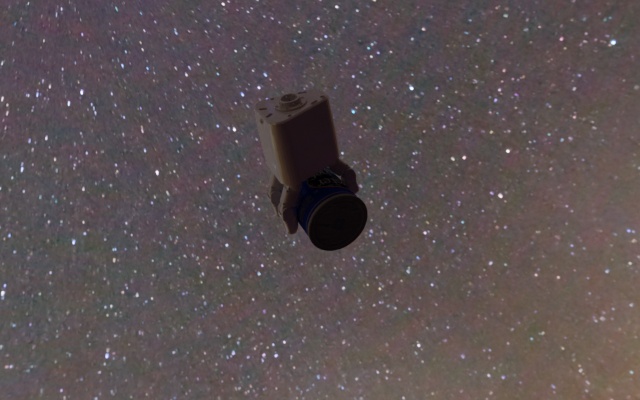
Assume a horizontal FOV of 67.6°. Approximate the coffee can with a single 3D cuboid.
[{"bbox_3d":[0.000,0.003,0.796,0.103,0.103,0.140,0,30,-29],"label":"coffee can"}]
